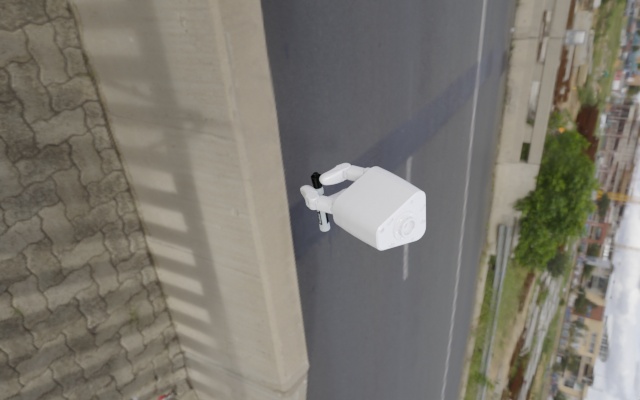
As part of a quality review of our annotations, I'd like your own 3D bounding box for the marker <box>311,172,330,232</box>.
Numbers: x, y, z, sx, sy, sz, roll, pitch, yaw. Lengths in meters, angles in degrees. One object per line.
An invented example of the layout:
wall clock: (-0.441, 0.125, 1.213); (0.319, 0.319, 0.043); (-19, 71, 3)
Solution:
marker: (0.000, 0.003, 0.854); (0.020, 0.121, 0.020); (-7, 34, 4)
